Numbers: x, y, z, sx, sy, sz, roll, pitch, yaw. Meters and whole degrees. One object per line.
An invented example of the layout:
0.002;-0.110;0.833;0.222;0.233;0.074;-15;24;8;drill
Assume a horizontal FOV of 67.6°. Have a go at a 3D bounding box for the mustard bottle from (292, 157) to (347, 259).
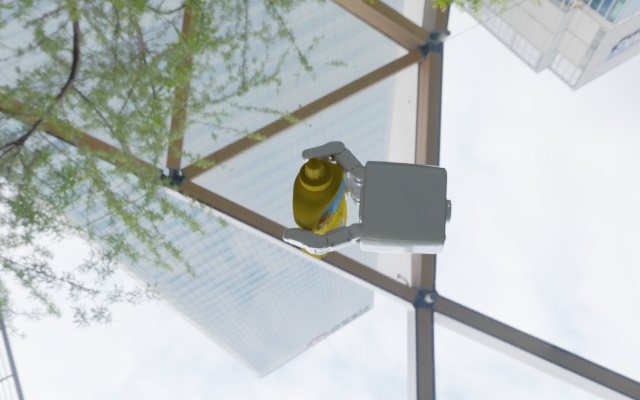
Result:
0.000;0.002;0.649;0.058;0.096;0.192;25;-24;17;mustard bottle
